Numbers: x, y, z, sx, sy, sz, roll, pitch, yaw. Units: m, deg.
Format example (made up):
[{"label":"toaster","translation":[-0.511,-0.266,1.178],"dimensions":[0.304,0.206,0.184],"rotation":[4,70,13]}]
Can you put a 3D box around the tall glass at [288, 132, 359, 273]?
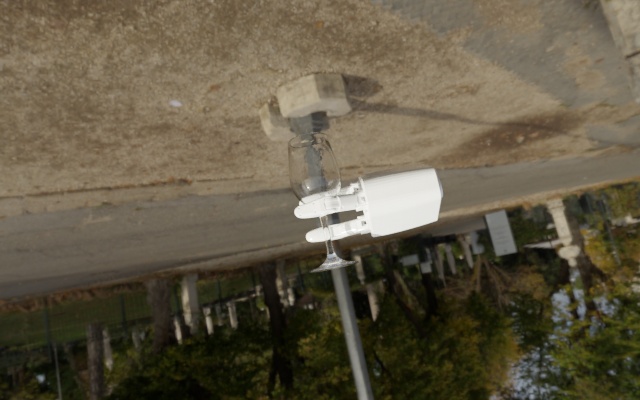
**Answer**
[{"label":"tall glass","translation":[0.000,0.003,0.716],"dimensions":[0.079,0.201,0.079],"rotation":[-12,-10,-2]}]
